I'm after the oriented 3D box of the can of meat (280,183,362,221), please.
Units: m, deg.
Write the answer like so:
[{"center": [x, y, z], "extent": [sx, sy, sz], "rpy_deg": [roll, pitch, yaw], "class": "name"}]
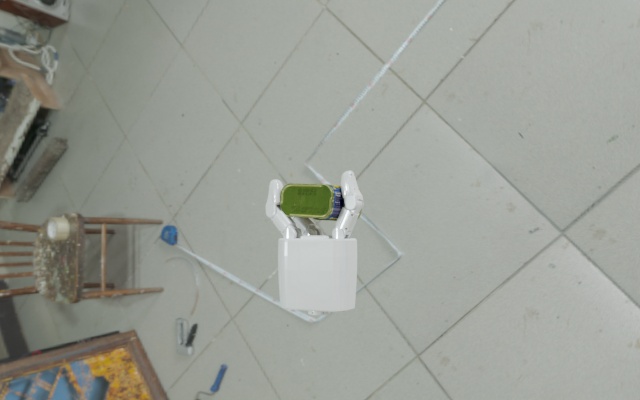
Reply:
[{"center": [0.000, 0.002, 0.741], "extent": [0.102, 0.057, 0.084], "rpy_deg": [2, -2, 34], "class": "can of meat"}]
